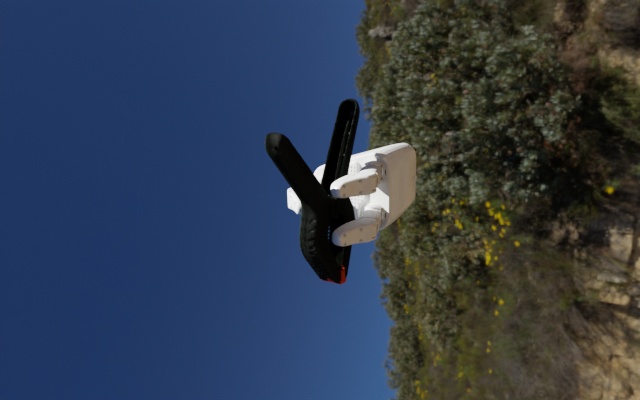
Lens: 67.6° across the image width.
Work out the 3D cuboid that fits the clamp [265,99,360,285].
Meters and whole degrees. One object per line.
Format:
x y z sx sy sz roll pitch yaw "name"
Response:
0.000 0.002 0.523 0.036 0.210 0.164 8 19 31 "clamp"
